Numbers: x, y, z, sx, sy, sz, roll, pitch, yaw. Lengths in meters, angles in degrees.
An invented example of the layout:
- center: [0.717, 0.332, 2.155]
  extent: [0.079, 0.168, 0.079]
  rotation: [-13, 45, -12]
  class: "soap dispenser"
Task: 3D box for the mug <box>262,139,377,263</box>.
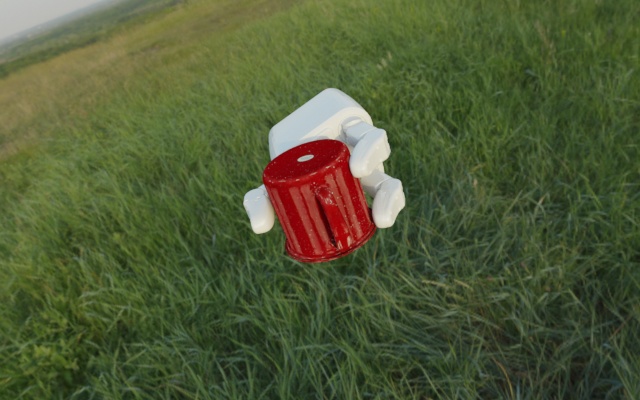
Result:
- center: [0.000, 0.002, 0.426]
  extent: [0.093, 0.081, 0.117]
  rotation: [-22, 28, -3]
  class: "mug"
